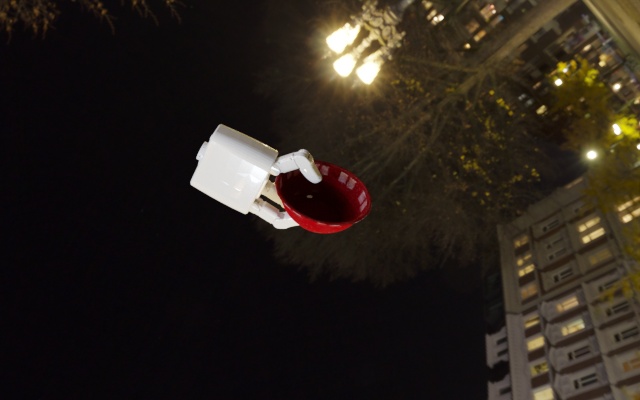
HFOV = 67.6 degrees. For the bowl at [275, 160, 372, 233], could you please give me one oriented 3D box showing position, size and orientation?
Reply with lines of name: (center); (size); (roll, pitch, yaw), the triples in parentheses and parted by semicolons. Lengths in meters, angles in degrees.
bowl: (0.001, 0.003, 0.790); (0.162, 0.055, 0.162); (10, 39, -9)
